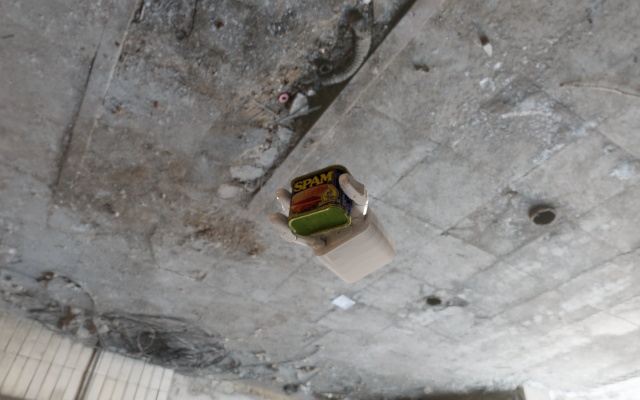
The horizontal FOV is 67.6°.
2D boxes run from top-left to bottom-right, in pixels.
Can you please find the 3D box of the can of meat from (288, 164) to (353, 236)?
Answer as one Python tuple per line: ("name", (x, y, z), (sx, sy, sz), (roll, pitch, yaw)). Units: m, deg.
("can of meat", (0.000, 0.003, 0.741), (0.102, 0.083, 0.057), (-17, -45, 24))
